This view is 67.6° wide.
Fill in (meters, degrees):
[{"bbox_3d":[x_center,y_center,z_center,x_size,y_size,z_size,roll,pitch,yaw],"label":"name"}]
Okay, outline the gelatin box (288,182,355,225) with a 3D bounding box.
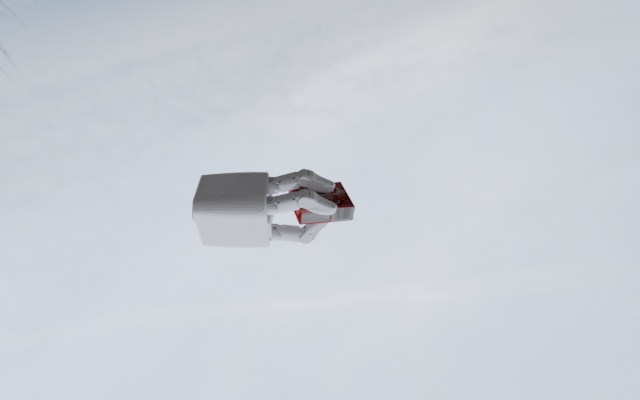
[{"bbox_3d":[0.000,0.003,0.743,0.089,0.030,0.073,-4,34,-16],"label":"gelatin box"}]
